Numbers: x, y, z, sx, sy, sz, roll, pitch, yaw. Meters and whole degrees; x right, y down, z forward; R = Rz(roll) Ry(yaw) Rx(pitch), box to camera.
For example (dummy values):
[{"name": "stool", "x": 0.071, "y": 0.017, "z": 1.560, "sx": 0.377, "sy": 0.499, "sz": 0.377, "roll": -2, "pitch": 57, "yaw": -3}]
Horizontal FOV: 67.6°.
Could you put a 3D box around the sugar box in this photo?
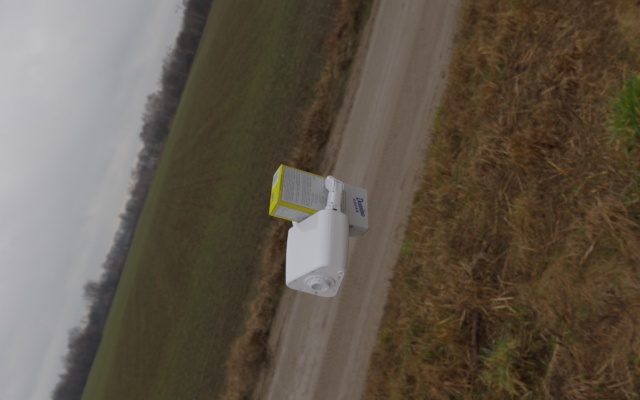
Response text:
[{"name": "sugar box", "x": 0.000, "y": 0.003, "z": 0.862, "sx": 0.176, "sy": 0.093, "sz": 0.048, "roll": 18, "pitch": -40, "yaw": -19}]
